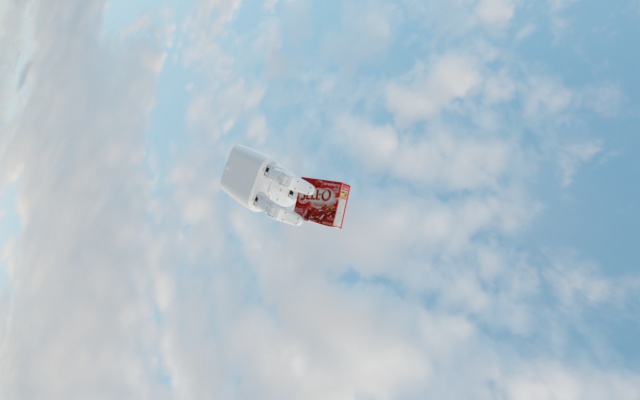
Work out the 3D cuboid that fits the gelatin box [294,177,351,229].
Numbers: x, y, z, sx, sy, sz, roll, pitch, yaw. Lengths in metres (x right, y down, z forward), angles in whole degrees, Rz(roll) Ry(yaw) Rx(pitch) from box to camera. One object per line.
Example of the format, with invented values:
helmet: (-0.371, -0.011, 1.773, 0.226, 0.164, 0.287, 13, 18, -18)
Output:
gelatin box: (0.001, 0.003, 0.781, 0.089, 0.073, 0.030, 11, -3, 38)
